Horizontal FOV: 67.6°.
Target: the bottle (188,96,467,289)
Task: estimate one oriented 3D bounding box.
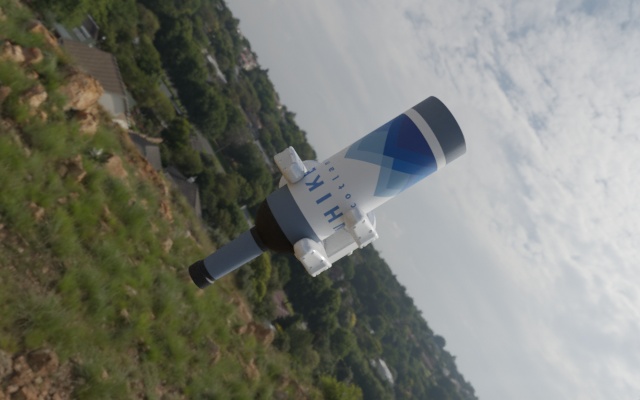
[{"bbox_3d":[0.000,0.001,0.476,0.296,0.069,0.069,-31,-1,2],"label":"bottle"}]
